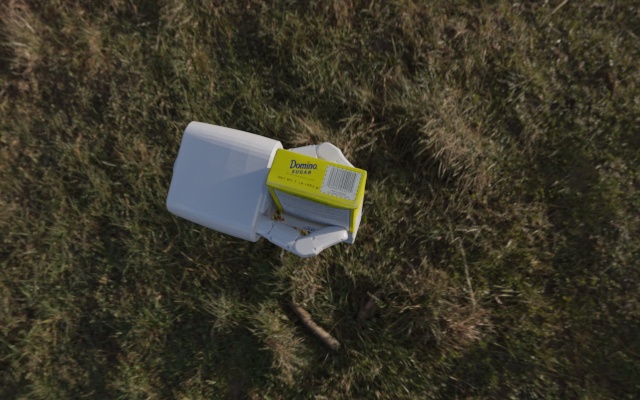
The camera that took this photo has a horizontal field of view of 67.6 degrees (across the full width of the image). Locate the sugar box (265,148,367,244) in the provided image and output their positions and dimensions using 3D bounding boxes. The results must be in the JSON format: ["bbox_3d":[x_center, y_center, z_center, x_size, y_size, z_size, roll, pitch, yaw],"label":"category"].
[{"bbox_3d":[0.000,0.001,0.535,0.093,0.048,0.176,16,-12,6],"label":"sugar box"}]
